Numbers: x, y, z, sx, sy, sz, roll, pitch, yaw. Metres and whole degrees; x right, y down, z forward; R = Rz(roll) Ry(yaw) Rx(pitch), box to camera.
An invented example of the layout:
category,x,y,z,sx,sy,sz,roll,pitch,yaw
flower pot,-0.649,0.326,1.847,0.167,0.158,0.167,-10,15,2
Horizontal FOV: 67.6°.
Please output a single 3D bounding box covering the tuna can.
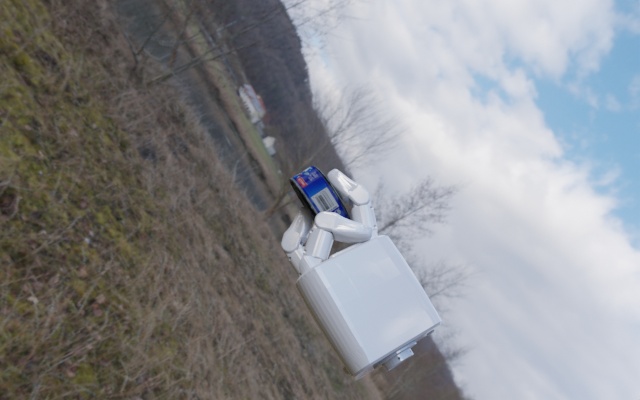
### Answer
category,x,y,z,sx,sy,sz,roll,pitch,yaw
tuna can,0.001,0.001,0.565,0.034,0.086,0.086,-33,4,-6
